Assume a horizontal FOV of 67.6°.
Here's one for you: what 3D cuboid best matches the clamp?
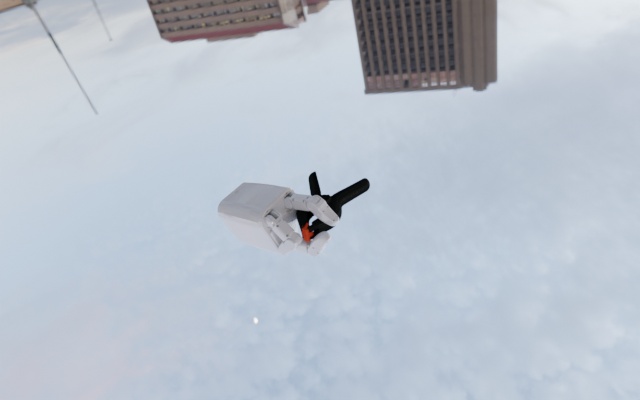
[{"bbox_3d":[0.000,0.003,0.851,0.120,0.039,0.171,11,40,33],"label":"clamp"}]
